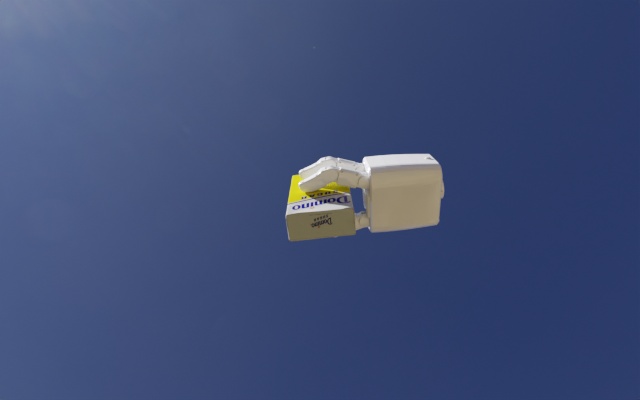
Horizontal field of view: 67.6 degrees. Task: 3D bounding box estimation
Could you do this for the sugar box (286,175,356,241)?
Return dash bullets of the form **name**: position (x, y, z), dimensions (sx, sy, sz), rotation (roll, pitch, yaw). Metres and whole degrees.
- **sugar box**: position (0.000, 0.002, 0.713), dimensions (0.093, 0.048, 0.176), rotation (-6, 18, 1)
